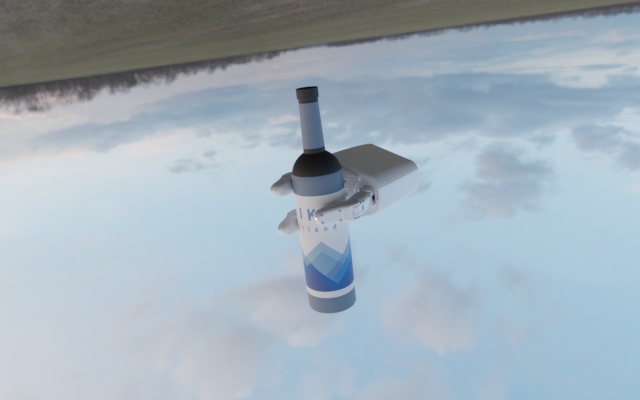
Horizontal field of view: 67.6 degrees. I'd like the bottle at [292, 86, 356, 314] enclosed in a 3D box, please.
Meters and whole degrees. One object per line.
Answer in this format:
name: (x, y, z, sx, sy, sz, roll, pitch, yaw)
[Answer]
bottle: (0.000, 0.002, 0.624, 0.069, 0.296, 0.069, -6, 18, 2)
